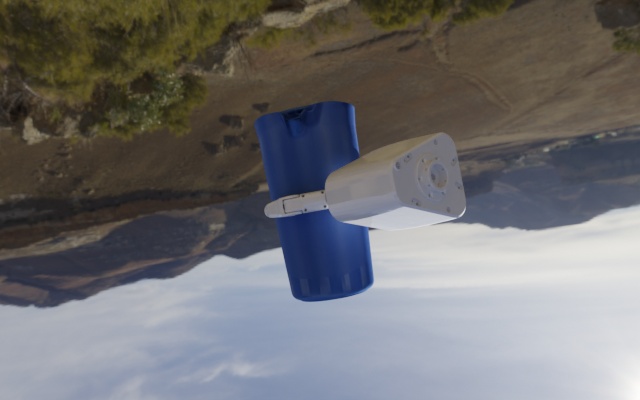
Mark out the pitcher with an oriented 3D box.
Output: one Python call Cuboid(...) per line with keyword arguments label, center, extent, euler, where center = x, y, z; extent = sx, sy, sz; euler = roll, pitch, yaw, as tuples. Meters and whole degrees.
Cuboid(label="pitcher", center=(0.000, 0.002, 0.633), extent=(0.149, 0.243, 0.145), euler=(-7, -4, -37))
